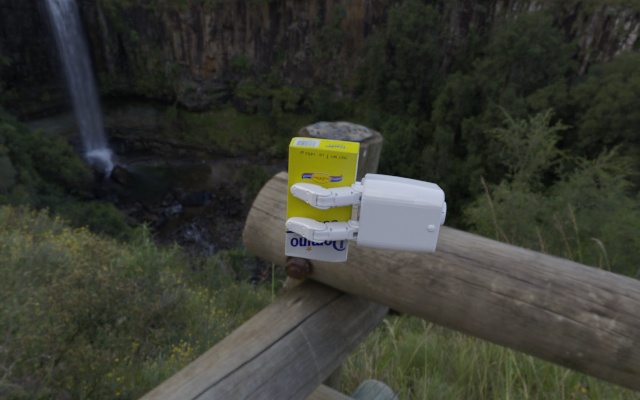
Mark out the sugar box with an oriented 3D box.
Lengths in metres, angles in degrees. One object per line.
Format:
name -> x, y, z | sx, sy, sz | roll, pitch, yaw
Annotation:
sugar box -> 0.000, 0.002, 0.674 | 0.093, 0.176, 0.048 | 6, 26, 6
